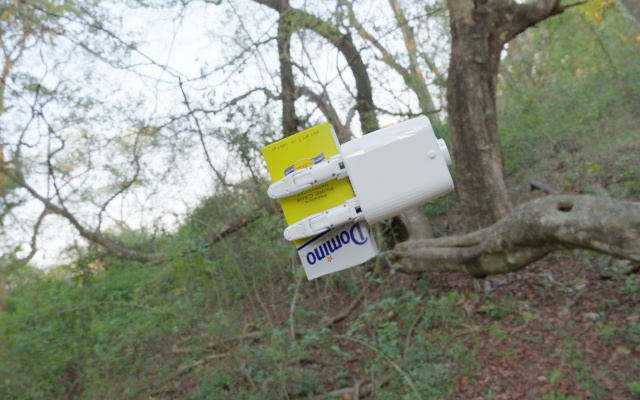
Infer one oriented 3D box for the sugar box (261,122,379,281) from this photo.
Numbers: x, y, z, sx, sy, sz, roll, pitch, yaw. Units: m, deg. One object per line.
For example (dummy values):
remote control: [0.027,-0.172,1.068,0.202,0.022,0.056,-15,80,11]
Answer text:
sugar box: [0.000,0.002,0.597,0.093,0.176,0.048,-21,-3,12]
